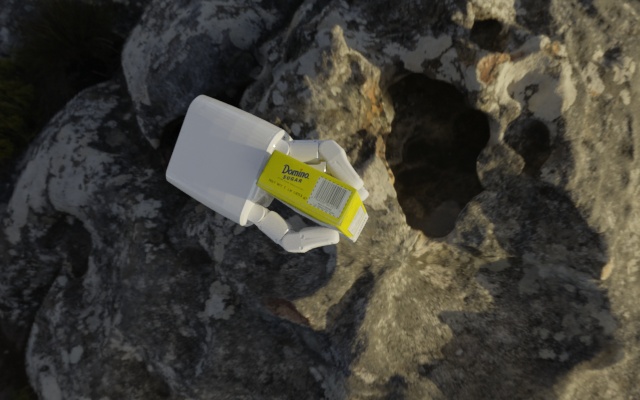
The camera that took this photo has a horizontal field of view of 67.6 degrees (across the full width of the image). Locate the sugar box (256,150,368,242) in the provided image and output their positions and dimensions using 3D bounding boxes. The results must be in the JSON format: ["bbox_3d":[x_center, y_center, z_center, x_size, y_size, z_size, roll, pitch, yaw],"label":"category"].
[{"bbox_3d":[0.000,0.001,0.528,0.093,0.048,0.176,28,-2,12],"label":"sugar box"}]
